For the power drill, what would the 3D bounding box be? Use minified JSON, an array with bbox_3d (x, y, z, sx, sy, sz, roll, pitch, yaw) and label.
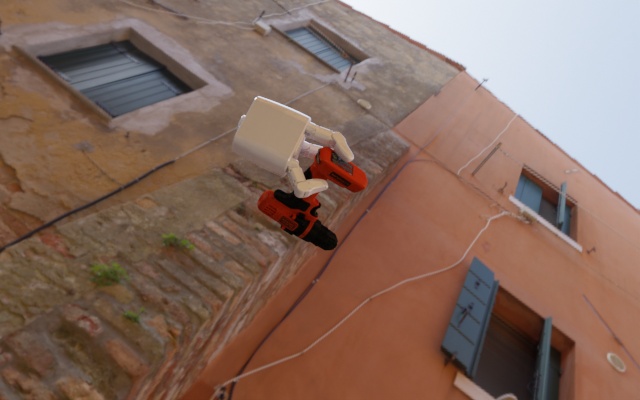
[{"bbox_3d":[0.000,0.002,0.900,0.184,0.188,0.057,33,31,-21],"label":"power drill"}]
